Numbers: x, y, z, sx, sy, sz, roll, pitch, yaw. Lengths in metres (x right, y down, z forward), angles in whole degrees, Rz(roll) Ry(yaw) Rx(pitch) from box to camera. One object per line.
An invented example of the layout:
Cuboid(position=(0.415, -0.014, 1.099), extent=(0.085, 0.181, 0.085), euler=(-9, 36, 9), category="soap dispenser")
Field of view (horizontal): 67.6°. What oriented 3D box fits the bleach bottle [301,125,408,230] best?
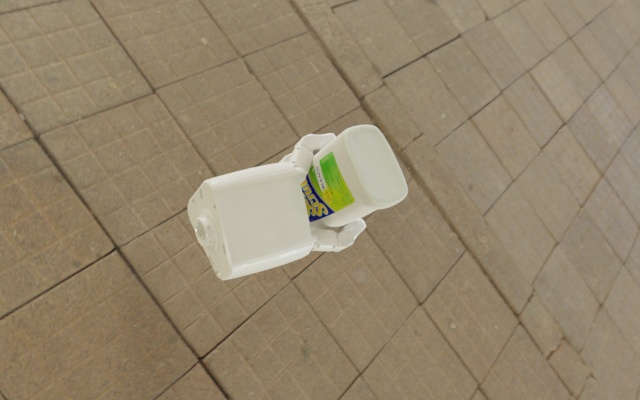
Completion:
Cuboid(position=(0.000, 0.002, 0.625), extent=(0.068, 0.102, 0.251), euler=(-15, -13, -36), category="bleach bottle")
